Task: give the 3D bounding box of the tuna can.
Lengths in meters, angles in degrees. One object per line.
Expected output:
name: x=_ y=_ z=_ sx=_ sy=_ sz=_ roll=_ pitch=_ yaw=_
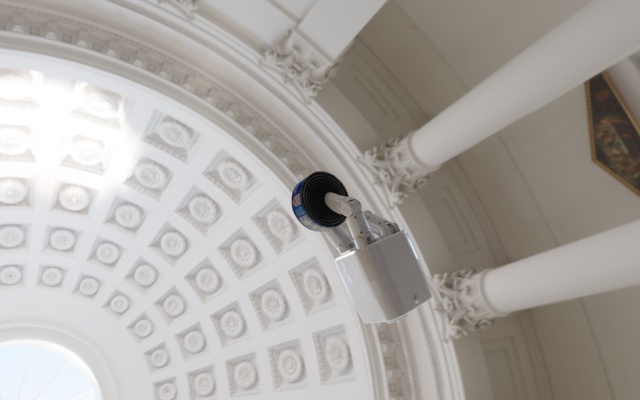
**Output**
tuna can: x=0.000 y=0.002 z=0.707 sx=0.086 sy=0.086 sz=0.034 roll=0 pitch=-17 yaw=-35
